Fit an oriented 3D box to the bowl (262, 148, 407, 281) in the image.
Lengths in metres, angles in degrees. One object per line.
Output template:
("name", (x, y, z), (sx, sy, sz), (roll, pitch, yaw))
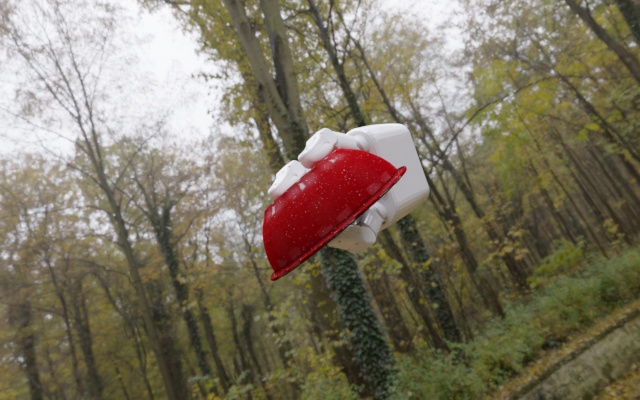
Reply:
("bowl", (-0.001, 0.001, 0.440), (0.162, 0.055, 0.162), (-40, 2, 1))
